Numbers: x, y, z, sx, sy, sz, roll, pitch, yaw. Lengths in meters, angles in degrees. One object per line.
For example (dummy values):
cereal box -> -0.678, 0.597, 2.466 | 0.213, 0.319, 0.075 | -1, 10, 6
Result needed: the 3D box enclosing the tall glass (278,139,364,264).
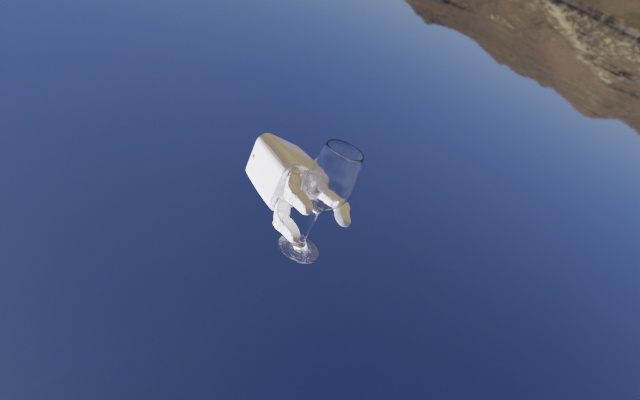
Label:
tall glass -> 0.000, 0.003, 0.765 | 0.079, 0.201, 0.079 | 20, 29, -12
